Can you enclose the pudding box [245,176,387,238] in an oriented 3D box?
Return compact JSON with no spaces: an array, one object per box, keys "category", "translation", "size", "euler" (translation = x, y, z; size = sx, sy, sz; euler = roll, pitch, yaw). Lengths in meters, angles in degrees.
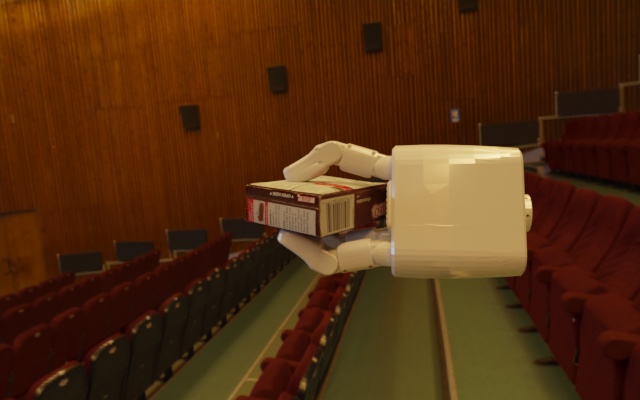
[{"category":"pudding box","translation":[0.000,0.001,0.446],"size":[0.090,0.039,0.113],"euler":[8,10,38]}]
